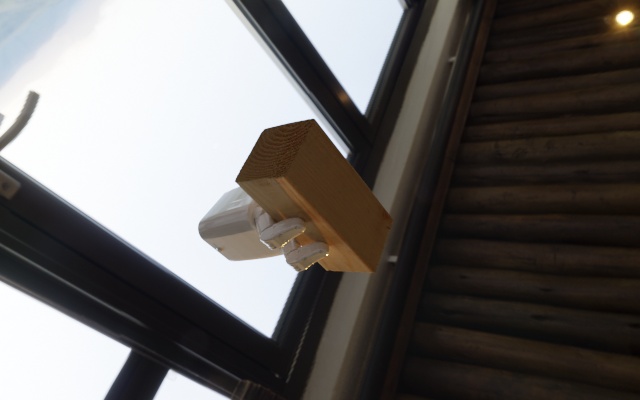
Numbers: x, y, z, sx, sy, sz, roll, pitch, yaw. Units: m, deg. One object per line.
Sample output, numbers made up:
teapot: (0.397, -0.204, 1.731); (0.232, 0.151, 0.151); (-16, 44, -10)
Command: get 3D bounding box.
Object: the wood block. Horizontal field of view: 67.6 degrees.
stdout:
wood block: (0.000, 0.002, 0.622); (0.090, 0.090, 0.206); (-4, -39, 40)
